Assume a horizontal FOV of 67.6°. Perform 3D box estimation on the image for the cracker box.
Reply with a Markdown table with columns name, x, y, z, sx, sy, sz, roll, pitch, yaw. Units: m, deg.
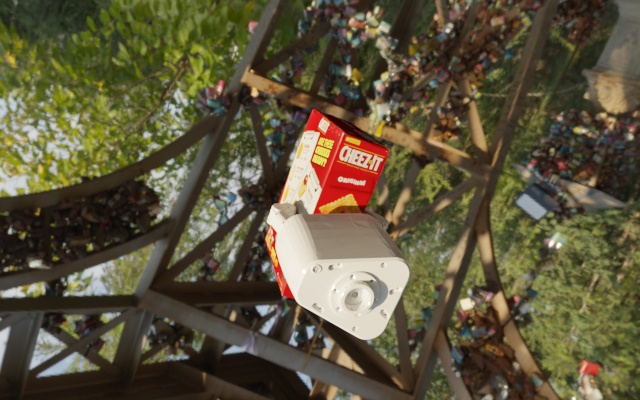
| name | x | y | z | sx | sy | sz | roll | pitch | yaw |
| --- | --- | --- | --- | --- | --- | --- | --- | --- | --- |
| cracker box | 0.000 | 0.002 | 0.634 | 0.072 | 0.214 | 0.164 | 16 | 15 | -19 |
